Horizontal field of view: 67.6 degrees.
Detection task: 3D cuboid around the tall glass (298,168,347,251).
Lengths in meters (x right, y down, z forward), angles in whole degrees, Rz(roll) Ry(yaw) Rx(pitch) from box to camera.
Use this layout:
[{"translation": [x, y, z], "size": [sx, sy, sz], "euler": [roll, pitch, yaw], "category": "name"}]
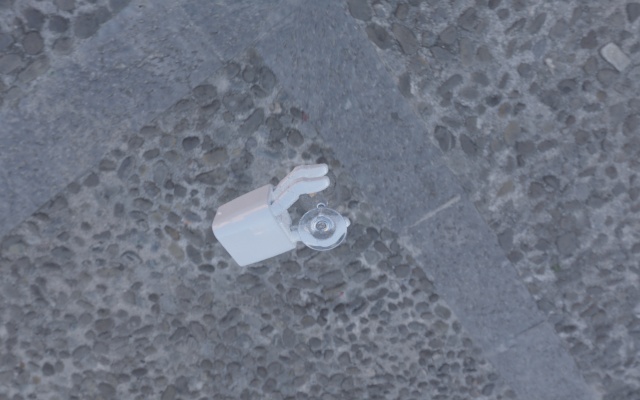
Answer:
[{"translation": [0.000, 0.003, 0.811], "size": [0.079, 0.079, 0.201], "euler": [0, 25, -1], "category": "tall glass"}]
